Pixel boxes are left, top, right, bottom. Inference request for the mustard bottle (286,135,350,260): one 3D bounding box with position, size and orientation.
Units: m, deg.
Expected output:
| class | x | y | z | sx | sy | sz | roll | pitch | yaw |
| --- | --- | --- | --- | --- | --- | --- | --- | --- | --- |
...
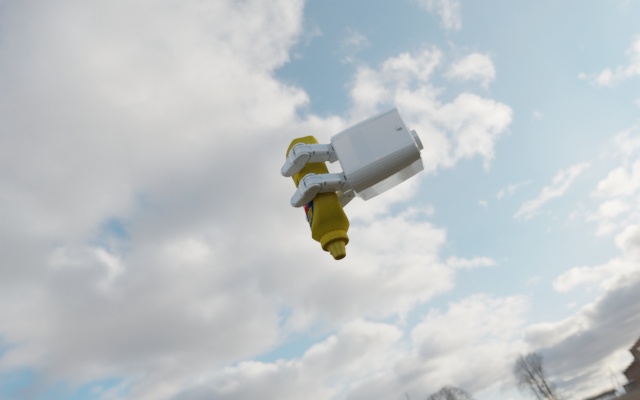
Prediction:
| class | x | y | z | sx | sy | sz | roll | pitch | yaw |
| --- | --- | --- | --- | --- | --- | --- | --- | --- | --- |
| mustard bottle | 0.000 | 0.002 | 0.710 | 0.058 | 0.191 | 0.096 | -13 | -32 | -12 |
